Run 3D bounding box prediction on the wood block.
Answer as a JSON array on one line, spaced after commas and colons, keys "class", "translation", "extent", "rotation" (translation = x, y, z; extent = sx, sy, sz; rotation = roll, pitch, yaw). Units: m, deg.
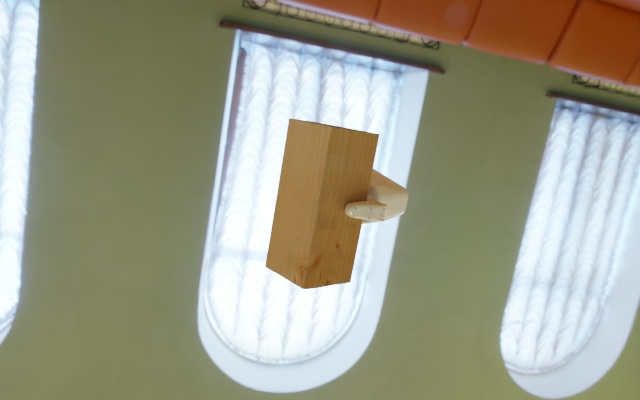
[{"class": "wood block", "translation": [0.001, 0.002, 0.639], "extent": [0.090, 0.206, 0.091], "rotation": [1, 13, -43]}]
